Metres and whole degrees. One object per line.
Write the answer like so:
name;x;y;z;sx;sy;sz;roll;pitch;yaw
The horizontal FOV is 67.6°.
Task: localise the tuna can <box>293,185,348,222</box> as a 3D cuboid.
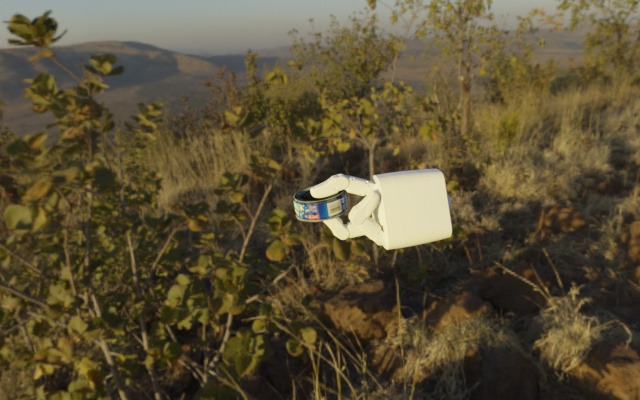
tuna can;0.000;0.002;0.765;0.086;0.034;0.086;-9;20;3
